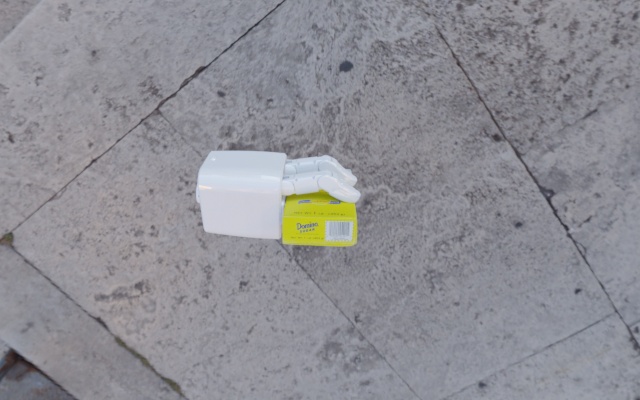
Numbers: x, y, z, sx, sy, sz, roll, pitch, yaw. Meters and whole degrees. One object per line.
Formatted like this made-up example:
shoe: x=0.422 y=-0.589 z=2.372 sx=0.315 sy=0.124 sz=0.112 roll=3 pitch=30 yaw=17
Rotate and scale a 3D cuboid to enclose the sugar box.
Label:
sugar box: x=0.000 y=0.002 z=0.660 sx=0.093 sy=0.048 sz=0.176 roll=2 pitch=26 yaw=-1
